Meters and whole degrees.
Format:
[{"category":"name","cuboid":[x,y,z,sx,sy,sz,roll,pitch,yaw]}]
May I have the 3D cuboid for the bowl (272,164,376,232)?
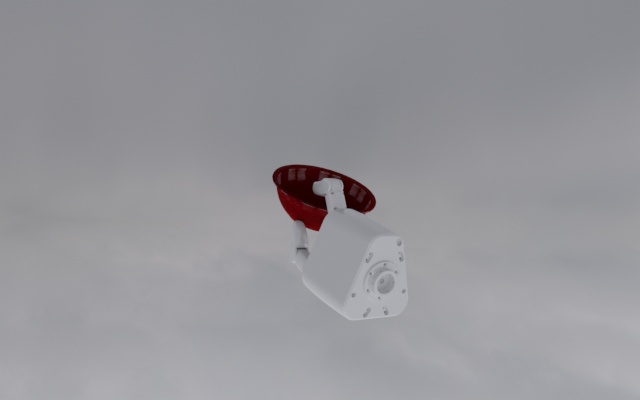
[{"category":"bowl","cuboid":[0.000,0.002,0.729,0.162,0.055,0.162,14,24,-6]}]
